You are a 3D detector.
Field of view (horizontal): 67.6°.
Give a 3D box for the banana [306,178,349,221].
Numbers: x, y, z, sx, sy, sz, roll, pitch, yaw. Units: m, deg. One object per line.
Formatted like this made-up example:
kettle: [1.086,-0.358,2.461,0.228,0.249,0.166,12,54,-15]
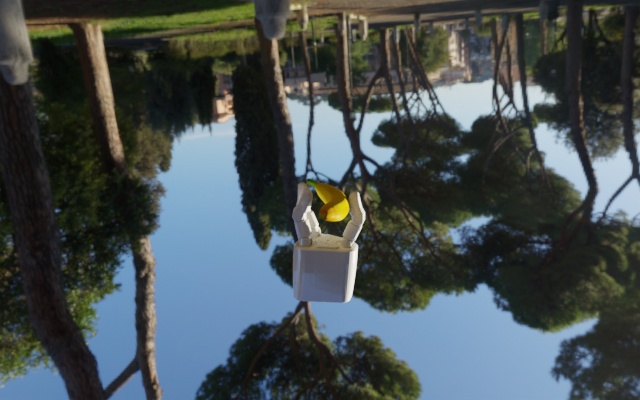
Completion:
banana: [0.018,0.005,0.844,0.069,0.037,0.197,9,14,-12]
